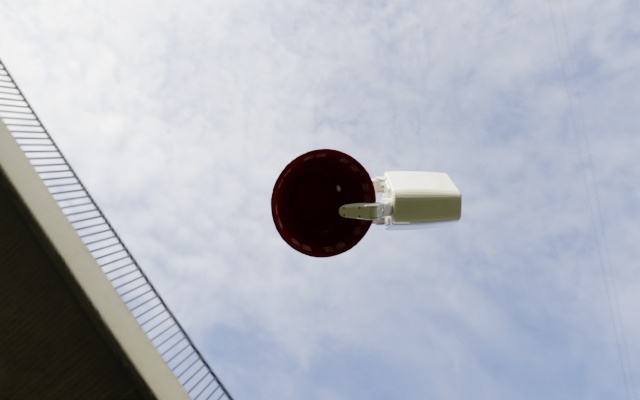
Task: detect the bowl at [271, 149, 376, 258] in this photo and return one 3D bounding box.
[{"bbox_3d":[-0.001,0.002,0.725,0.162,0.162,0.055,0,7,-16],"label":"bowl"}]
